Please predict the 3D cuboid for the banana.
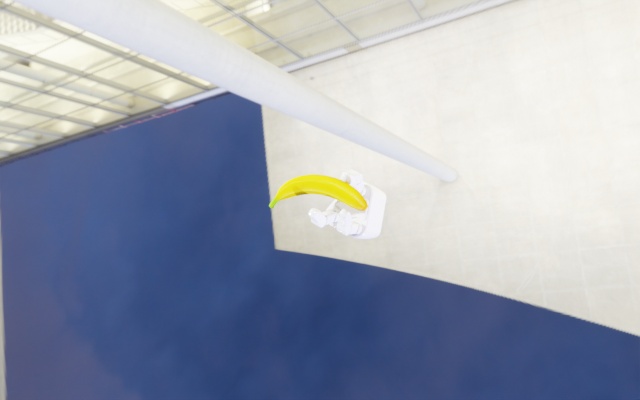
[{"bbox_3d":[-0.002,-0.016,0.901,0.198,0.069,0.037,0,-9,24],"label":"banana"}]
